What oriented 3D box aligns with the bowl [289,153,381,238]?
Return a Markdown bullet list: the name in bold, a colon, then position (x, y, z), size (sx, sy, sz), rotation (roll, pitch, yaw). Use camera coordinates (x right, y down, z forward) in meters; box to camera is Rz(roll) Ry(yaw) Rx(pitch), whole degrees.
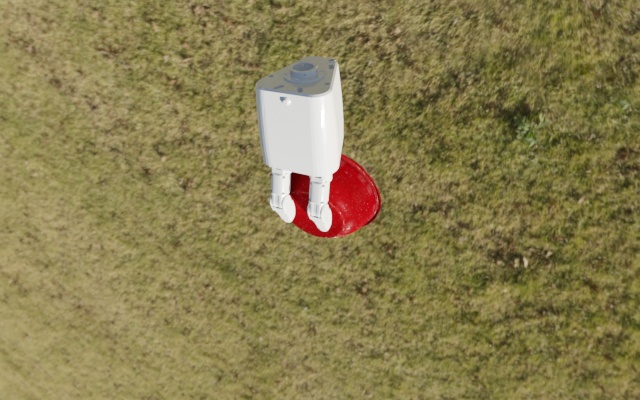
- **bowl**: position (0.000, 0.003, 0.669), size (0.162, 0.162, 0.055), rotation (0, 44, 33)
